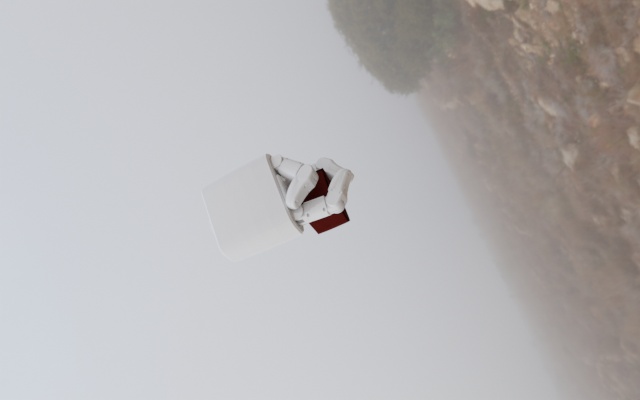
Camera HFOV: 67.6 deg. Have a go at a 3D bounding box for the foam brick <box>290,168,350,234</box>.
[{"bbox_3d":[0.000,0.002,0.672,0.051,0.053,0.078,-25,-35,8],"label":"foam brick"}]
